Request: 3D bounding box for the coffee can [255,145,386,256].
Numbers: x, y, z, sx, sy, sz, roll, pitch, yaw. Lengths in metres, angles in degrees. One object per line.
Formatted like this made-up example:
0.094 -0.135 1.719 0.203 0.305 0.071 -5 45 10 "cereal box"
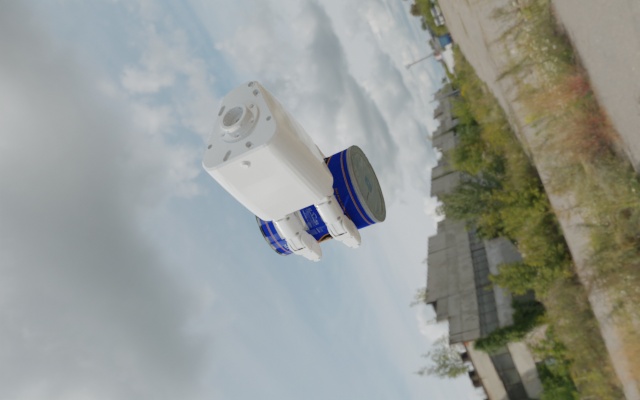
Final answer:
0.000 0.002 0.617 0.140 0.103 0.103 -21 -8 20 "coffee can"
